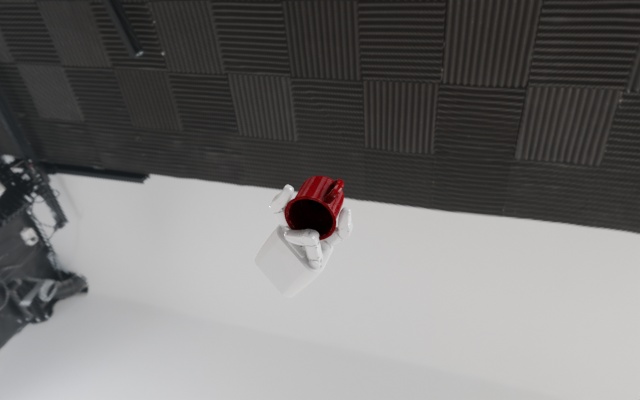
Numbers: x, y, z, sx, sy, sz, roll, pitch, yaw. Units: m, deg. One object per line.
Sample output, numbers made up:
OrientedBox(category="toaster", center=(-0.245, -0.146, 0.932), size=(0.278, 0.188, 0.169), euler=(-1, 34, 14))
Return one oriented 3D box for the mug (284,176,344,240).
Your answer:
OrientedBox(category="mug", center=(0.001, 0.002, 0.832), size=(0.117, 0.093, 0.081), euler=(-46, 10, 38))
